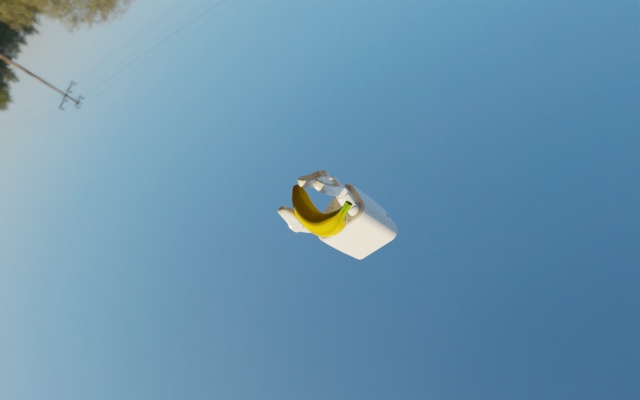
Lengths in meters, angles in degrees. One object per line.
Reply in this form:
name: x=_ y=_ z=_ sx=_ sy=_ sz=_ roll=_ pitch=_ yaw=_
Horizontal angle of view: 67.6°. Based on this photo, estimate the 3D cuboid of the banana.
banana: x=-0.006 y=0.020 z=0.804 sx=0.037 sy=0.069 sz=0.197 roll=26 pitch=-3 yaw=-31
